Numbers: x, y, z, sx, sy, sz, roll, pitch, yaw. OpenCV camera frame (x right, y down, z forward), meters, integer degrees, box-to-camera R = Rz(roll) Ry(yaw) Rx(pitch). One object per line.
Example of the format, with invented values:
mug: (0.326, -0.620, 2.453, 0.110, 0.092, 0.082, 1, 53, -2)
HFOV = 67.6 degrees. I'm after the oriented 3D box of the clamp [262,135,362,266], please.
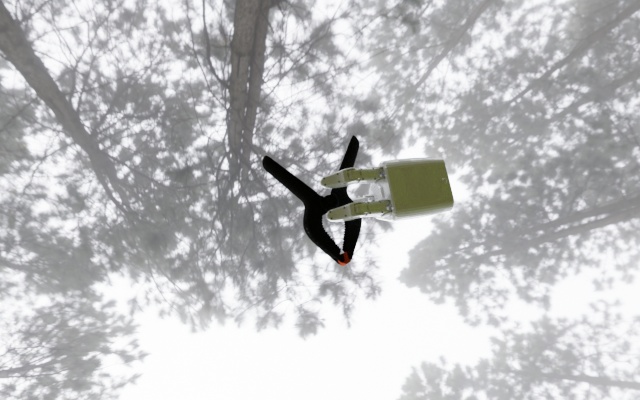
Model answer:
clamp: (0.000, 0.003, 0.763, 0.164, 0.210, 0.036, -8, -13, -10)
